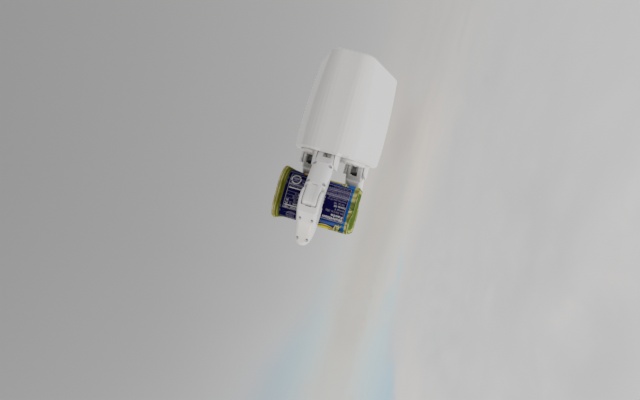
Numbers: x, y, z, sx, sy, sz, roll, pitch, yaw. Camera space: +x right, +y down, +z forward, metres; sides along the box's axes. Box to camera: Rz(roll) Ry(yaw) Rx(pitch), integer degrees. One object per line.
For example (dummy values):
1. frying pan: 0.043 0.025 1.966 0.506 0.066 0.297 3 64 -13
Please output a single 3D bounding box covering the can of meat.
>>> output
1. can of meat: 0.000 0.002 0.537 0.084 0.057 0.102 16 0 7
